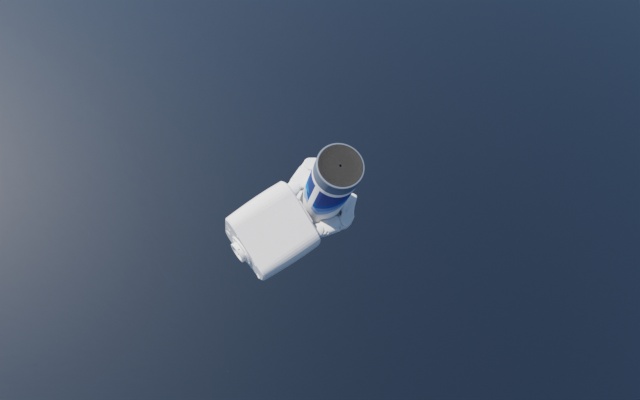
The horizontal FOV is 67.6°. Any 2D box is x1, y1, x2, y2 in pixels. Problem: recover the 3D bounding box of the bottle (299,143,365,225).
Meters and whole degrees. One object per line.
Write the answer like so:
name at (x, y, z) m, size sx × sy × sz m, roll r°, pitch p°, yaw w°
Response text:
bottle at (0.000, 0.002, 0.766) m, size 0.069 × 0.069 × 0.296 m, roll 0°, pitch -19°, yaw -11°
